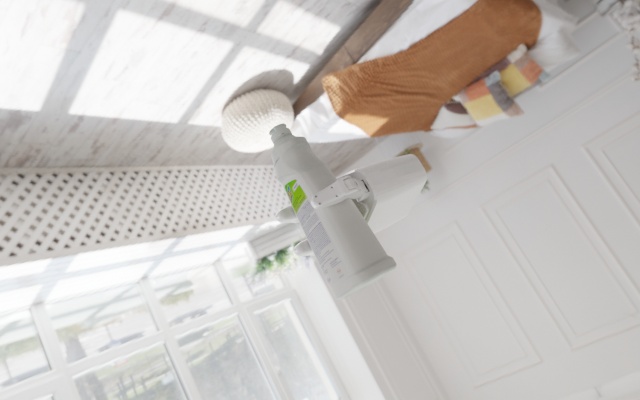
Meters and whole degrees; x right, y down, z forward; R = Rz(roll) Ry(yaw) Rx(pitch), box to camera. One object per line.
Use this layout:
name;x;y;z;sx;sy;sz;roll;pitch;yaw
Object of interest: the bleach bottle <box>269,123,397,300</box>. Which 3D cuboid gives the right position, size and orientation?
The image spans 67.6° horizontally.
bleach bottle;0.000;0.002;0.641;0.068;0.250;0.103;-20;-16;-30
